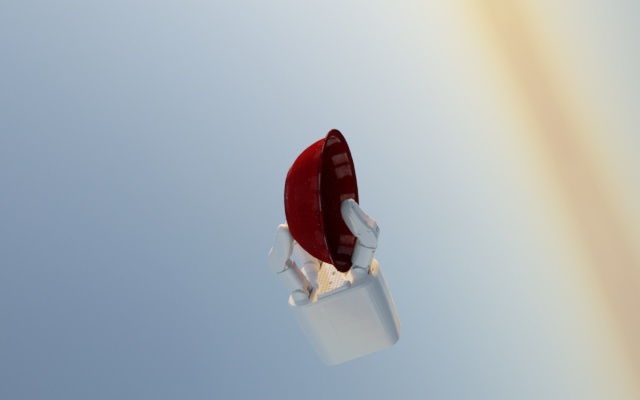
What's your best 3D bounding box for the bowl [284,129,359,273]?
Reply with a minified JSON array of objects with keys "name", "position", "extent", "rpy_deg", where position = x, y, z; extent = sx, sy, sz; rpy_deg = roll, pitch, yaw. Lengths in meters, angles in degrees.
[{"name":"bowl","position":[-0.001,0.001,0.544],"extent":[0.055,0.162,0.162],"rpy_deg":[-3,-1,18]}]
